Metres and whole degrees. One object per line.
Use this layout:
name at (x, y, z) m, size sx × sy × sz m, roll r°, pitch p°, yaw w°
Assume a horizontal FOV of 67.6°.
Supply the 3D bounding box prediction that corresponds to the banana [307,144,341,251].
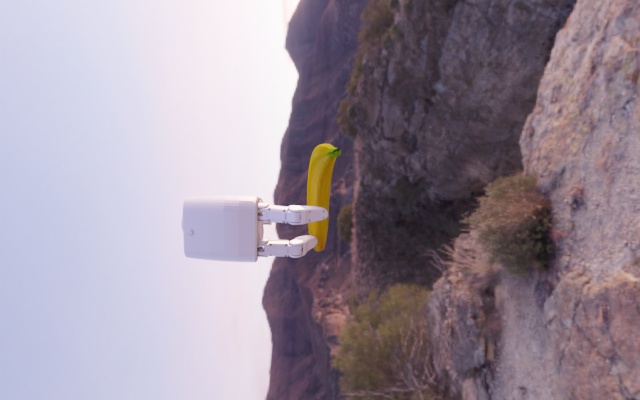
banana at (-0.001, -0.012, 0.723) m, size 0.037 × 0.198 × 0.069 m, roll 1°, pitch 40°, yaw -6°
